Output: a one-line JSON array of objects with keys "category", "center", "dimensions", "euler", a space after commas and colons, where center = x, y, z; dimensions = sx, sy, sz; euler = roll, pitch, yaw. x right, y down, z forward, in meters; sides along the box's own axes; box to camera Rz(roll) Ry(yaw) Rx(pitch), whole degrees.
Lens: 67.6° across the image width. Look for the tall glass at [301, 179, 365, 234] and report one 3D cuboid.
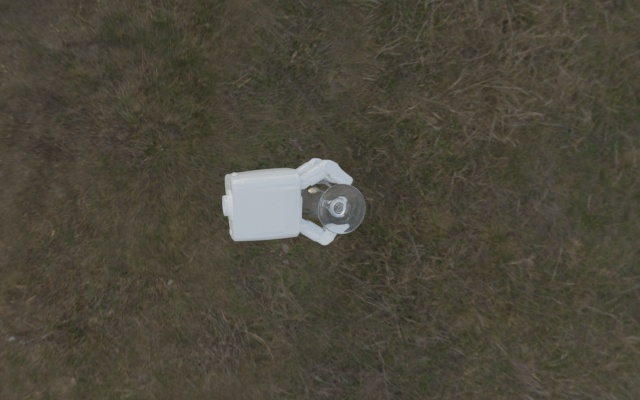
[{"category": "tall glass", "center": [0.000, 0.003, 0.789], "dimensions": [0.079, 0.079, 0.201], "euler": [0, 6, -18]}]
